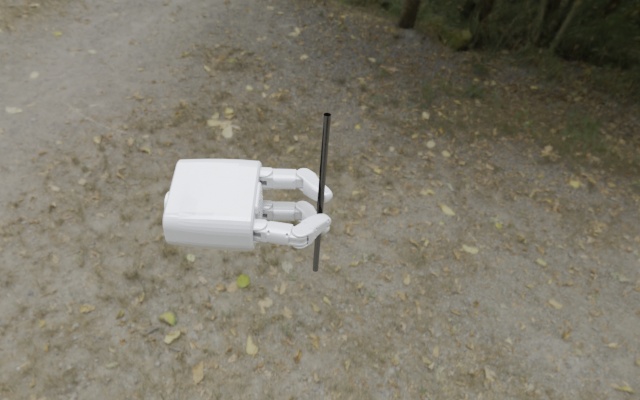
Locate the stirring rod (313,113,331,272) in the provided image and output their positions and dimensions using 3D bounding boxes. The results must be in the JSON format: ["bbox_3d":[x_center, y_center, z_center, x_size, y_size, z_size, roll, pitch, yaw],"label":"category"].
[{"bbox_3d":[0.000,0.002,0.586,0.011,0.240,0.011,3,39,-2],"label":"stirring rod"}]
